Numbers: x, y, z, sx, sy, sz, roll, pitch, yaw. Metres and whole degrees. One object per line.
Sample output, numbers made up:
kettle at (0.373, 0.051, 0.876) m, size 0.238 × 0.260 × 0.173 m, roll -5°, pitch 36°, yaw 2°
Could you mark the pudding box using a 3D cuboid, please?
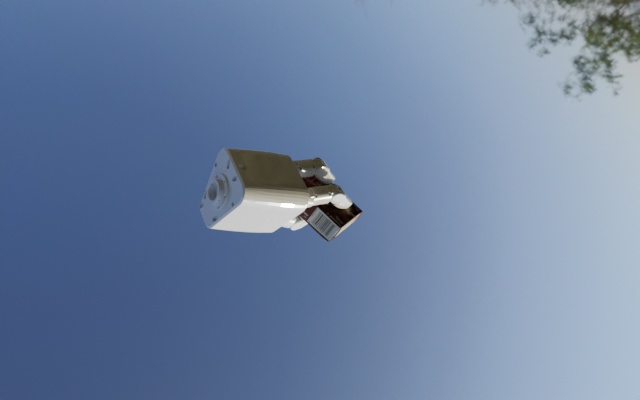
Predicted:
pudding box at (0.000, 0.003, 0.738) m, size 0.039 × 0.113 × 0.090 m, roll -49°, pitch -9°, yaw 30°
